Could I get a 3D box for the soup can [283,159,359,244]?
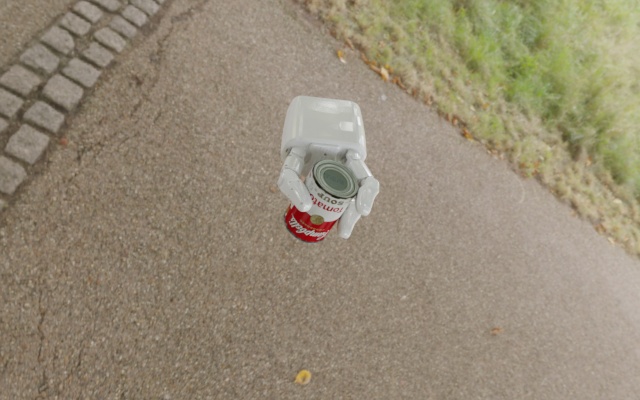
[{"bbox_3d":[0.000,0.002,0.642,0.068,0.068,0.102,0,-38,-32],"label":"soup can"}]
